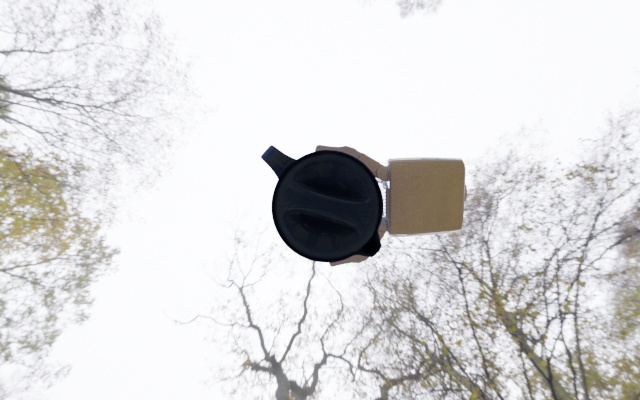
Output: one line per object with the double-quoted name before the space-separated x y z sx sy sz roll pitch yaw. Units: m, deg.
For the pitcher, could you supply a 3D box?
"pitcher" 0.000 0.002 0.676 0.145 0.149 0.243 -4 -1 -1
